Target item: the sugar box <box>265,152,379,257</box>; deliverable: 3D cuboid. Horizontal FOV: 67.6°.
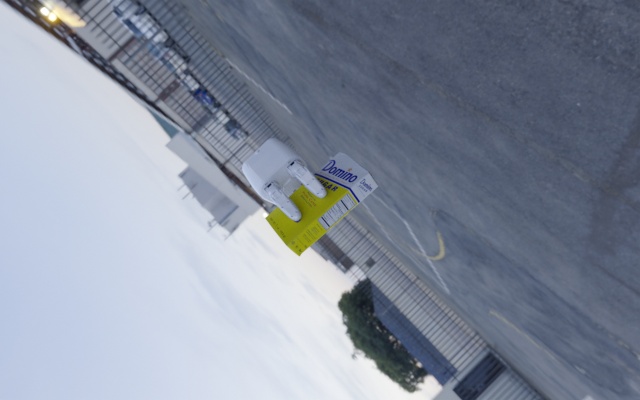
[{"bbox_3d":[0.000,0.002,0.789,0.048,0.176,0.093,48,-3,-41],"label":"sugar box"}]
